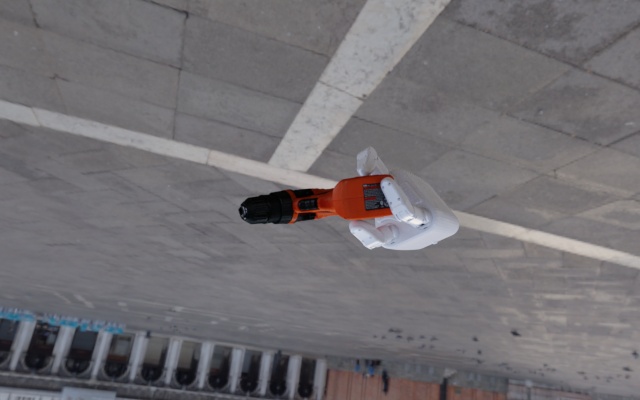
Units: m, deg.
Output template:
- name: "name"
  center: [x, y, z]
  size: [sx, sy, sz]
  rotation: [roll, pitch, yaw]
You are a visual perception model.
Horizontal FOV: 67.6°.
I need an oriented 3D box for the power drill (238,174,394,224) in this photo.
- name: "power drill"
  center: [0.001, 0.002, 0.679]
  size: [0.184, 0.057, 0.187]
  rotation: [-8, 2, -37]
